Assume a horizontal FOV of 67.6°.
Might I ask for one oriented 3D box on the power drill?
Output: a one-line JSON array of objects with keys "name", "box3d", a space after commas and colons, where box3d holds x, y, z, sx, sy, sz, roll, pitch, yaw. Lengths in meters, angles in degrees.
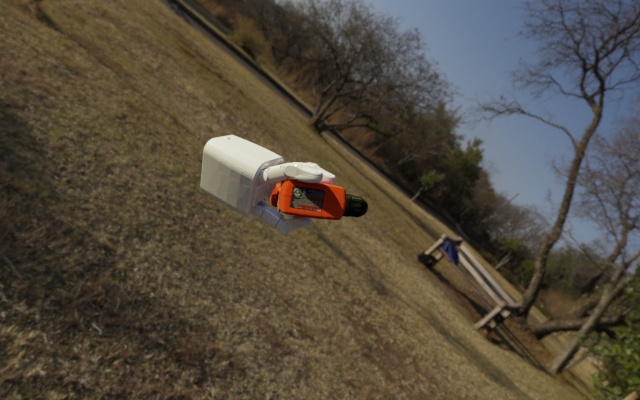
[{"name": "power drill", "box3d": [0.000, 0.003, 0.827, 0.184, 0.057, 0.187, 6, -2, -2]}]
